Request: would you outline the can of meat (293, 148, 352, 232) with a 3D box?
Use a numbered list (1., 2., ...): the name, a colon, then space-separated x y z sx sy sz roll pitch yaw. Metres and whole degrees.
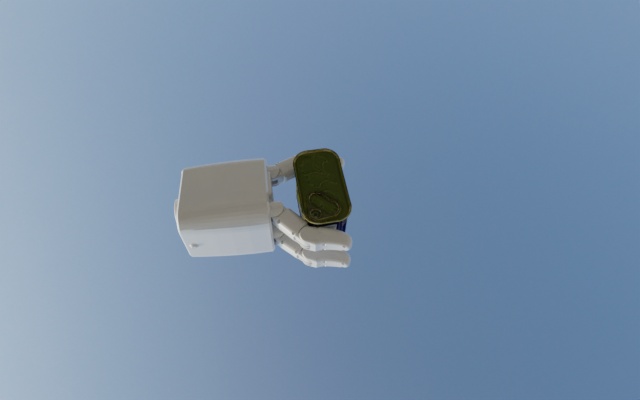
1. can of meat: 0.000 0.002 0.591 0.057 0.102 0.084 -9 -30 -7
